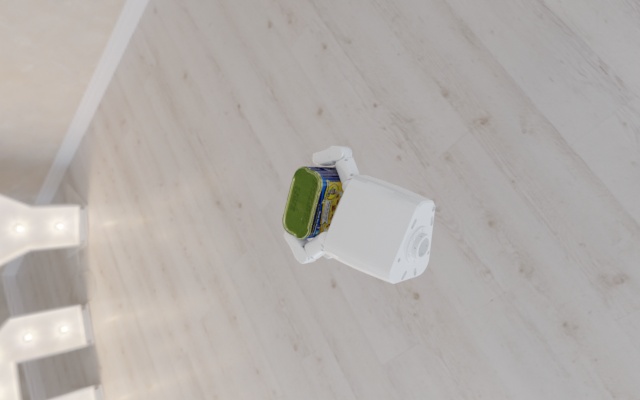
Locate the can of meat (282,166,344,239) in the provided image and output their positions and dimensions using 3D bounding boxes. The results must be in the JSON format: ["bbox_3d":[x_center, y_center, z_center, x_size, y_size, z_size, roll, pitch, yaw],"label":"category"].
[{"bbox_3d":[0.000,0.002,0.667,0.057,0.102,0.084,25,18,37],"label":"can of meat"}]
